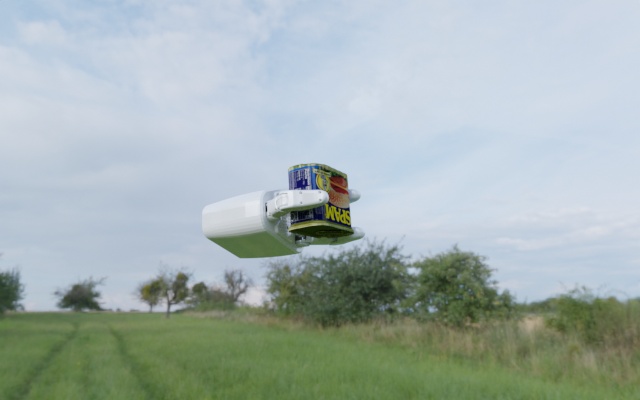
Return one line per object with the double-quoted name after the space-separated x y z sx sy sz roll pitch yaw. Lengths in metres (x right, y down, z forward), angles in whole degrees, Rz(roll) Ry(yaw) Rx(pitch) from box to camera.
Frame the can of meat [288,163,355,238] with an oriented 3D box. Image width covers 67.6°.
0.000 0.002 0.636 0.057 0.084 0.102 -12 -16 29 "can of meat"
